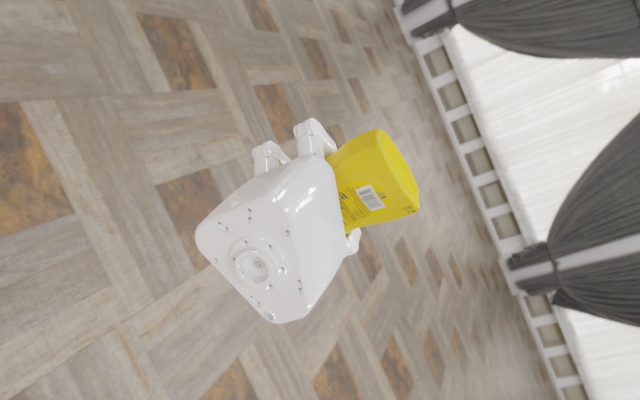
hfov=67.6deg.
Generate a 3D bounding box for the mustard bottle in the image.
[{"bbox_3d":[0.000,0.001,0.508,0.191,0.058,0.096,-22,-53,24],"label":"mustard bottle"}]
